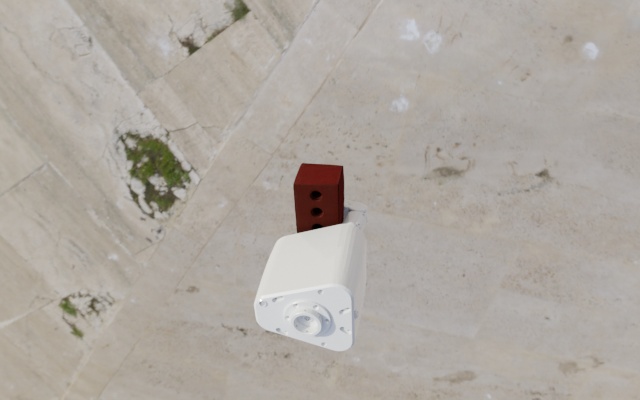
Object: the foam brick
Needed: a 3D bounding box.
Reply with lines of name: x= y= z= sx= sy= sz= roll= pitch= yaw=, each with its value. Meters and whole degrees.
foam brick: x=0.000 y=0.002 z=0.567 sx=0.053 sy=0.078 sz=0.051 roll=2 pitch=30 yaw=10
